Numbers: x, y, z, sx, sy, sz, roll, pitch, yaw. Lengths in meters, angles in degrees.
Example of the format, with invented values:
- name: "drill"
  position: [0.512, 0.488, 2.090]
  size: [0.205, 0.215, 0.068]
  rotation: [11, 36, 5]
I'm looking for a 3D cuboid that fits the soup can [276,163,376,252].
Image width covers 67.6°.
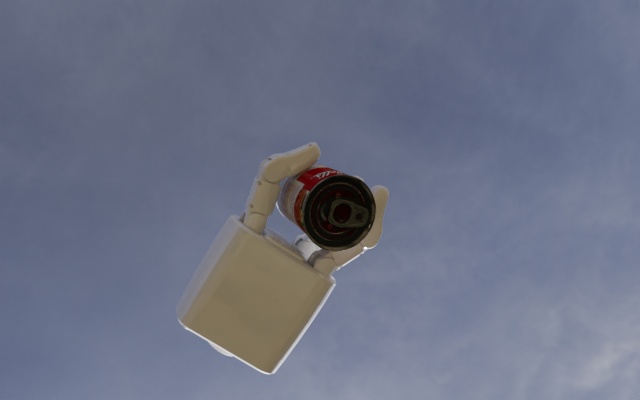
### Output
- name: "soup can"
  position: [0.000, 0.001, 0.454]
  size: [0.068, 0.068, 0.102]
  rotation: [0, 11, -20]
